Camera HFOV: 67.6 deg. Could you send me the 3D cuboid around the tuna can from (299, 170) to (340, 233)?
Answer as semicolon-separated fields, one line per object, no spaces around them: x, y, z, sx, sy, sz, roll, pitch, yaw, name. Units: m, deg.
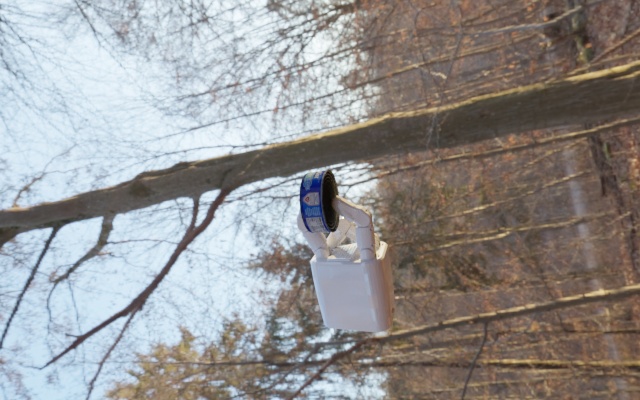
0.000;0.002;0.658;0.034;0.086;0.086;-4;-1;17;tuna can
